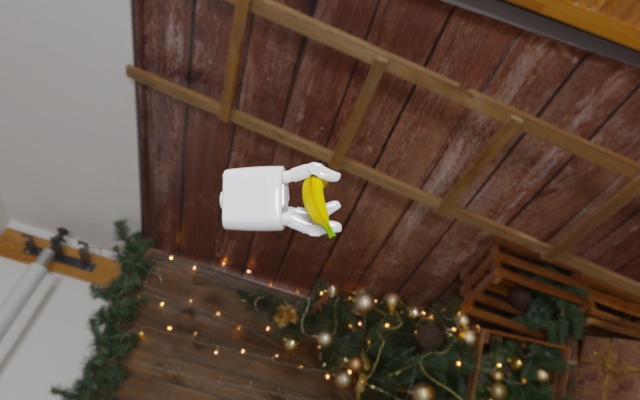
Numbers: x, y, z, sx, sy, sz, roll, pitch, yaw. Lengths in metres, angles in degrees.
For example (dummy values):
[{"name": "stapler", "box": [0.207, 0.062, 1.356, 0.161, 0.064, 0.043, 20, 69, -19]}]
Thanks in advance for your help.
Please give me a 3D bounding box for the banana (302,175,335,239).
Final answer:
[{"name": "banana", "box": [-0.007, -0.010, 0.846, 0.037, 0.070, 0.197, -20, 30, 10]}]
